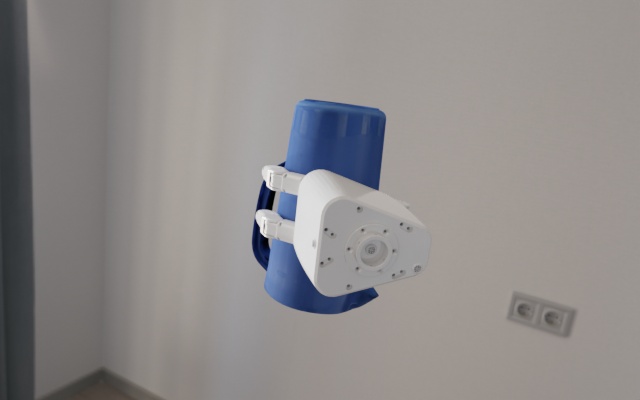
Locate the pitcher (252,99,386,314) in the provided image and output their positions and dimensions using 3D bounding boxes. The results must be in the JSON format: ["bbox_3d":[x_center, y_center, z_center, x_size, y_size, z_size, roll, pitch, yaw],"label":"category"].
[{"bbox_3d":[0.000,0.002,0.589,0.149,0.243,0.145,5,13,-12],"label":"pitcher"}]
